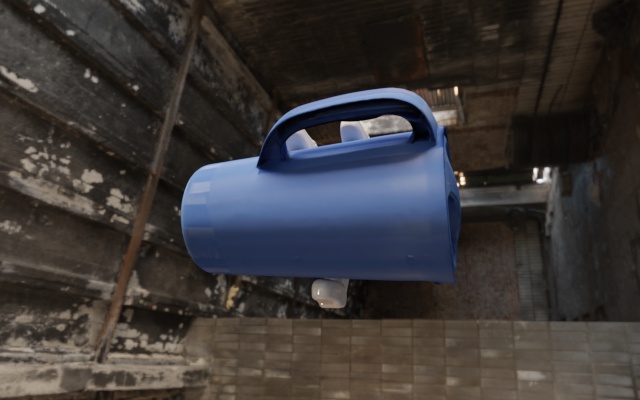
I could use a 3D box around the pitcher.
[{"bbox_3d":[0.000,0.002,0.433,0.243,0.149,0.145,-4,-12,17],"label":"pitcher"}]
